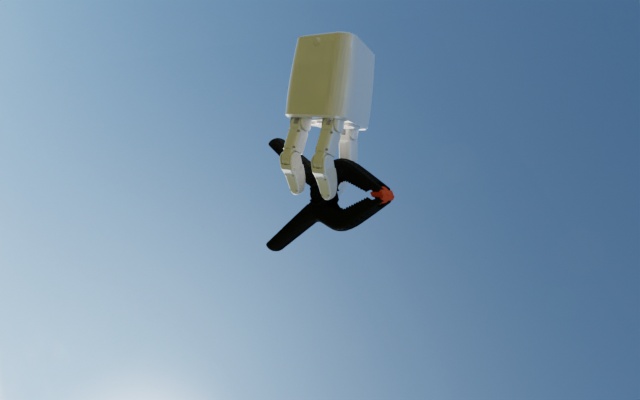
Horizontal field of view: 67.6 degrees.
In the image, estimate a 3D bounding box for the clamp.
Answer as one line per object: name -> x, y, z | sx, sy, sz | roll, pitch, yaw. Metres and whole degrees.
clamp -> 0.001, 0.002, 0.646 | 0.210, 0.164, 0.036 | 10, 6, 39
